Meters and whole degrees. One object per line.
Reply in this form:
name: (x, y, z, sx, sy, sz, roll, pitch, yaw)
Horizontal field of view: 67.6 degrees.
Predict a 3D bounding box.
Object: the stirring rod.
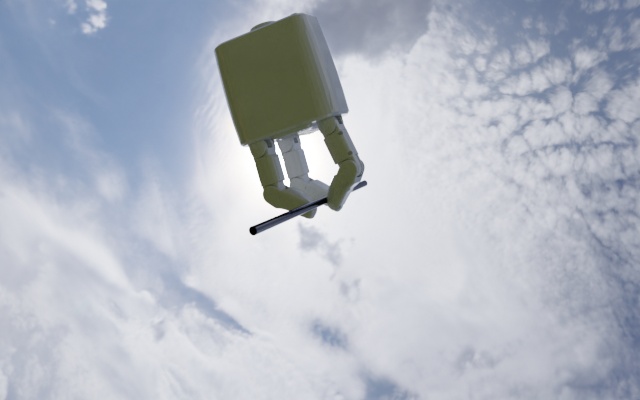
stirring rod: (0.000, 0.002, 0.492, 0.011, 0.011, 0.239, 0, 11, 28)
